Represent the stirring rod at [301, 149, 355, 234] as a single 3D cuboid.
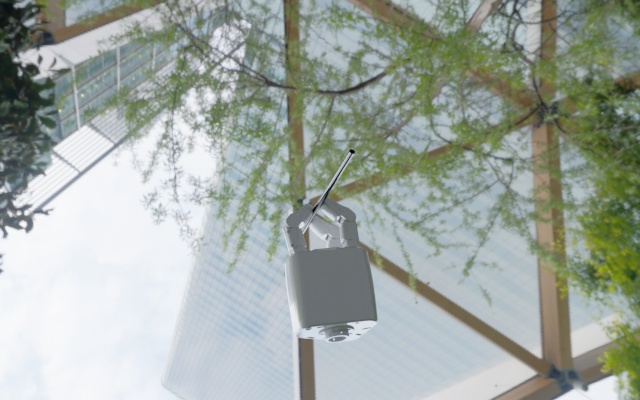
[{"bbox_3d":[0.000,0.002,0.698,0.011,0.011,0.240,0,-32,-23],"label":"stirring rod"}]
